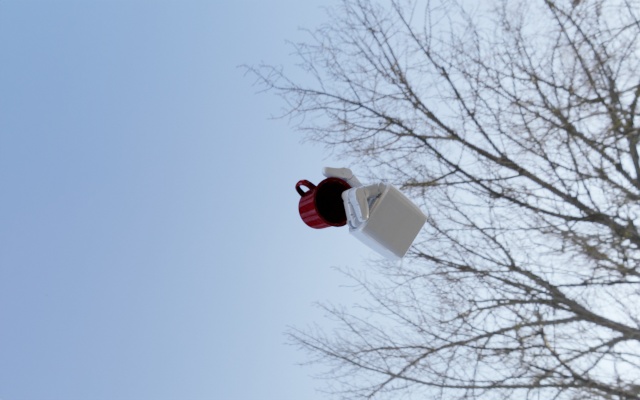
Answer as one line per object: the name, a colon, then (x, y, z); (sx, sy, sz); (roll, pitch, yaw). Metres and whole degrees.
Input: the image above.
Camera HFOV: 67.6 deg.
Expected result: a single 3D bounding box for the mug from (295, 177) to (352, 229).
mug: (-0.001, 0.002, 0.899); (0.117, 0.093, 0.081); (37, -25, -17)
